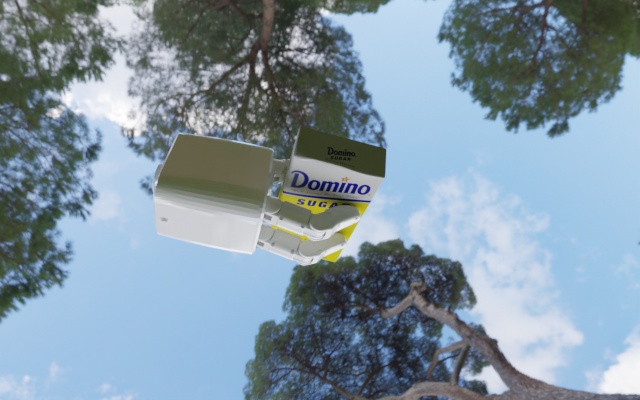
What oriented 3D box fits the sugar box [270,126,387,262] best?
[{"bbox_3d":[0.000,0.002,0.529,0.093,0.048,0.176,14,-35,-7],"label":"sugar box"}]
